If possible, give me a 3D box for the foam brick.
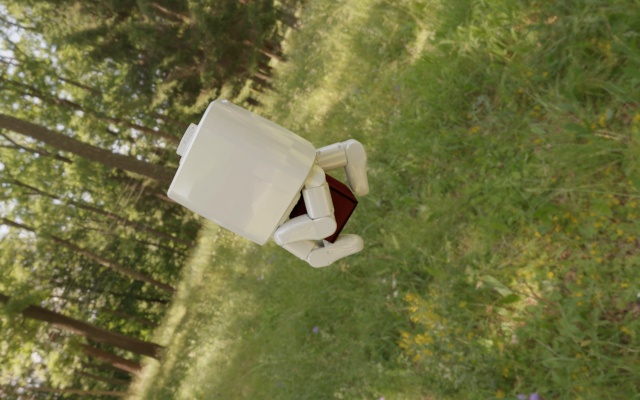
[{"bbox_3d":[0.000,0.002,0.509,0.051,0.053,0.078,29,9,-13],"label":"foam brick"}]
